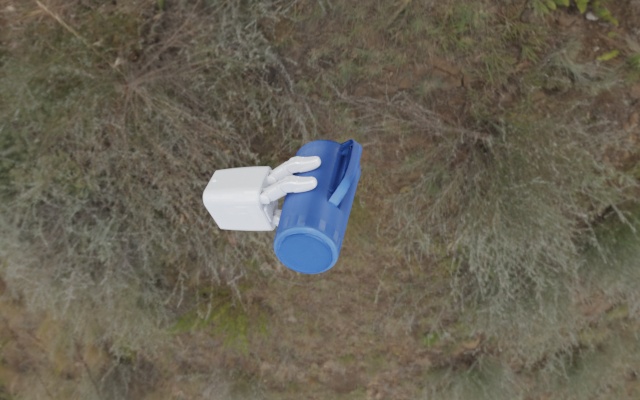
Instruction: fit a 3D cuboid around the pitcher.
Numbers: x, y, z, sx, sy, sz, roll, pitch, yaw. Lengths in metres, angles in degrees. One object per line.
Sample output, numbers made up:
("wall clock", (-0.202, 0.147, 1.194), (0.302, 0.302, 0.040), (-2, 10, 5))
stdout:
("pitcher", (0.000, 0.003, 0.849), (0.145, 0.149, 0.242), (0, 40, 12))
